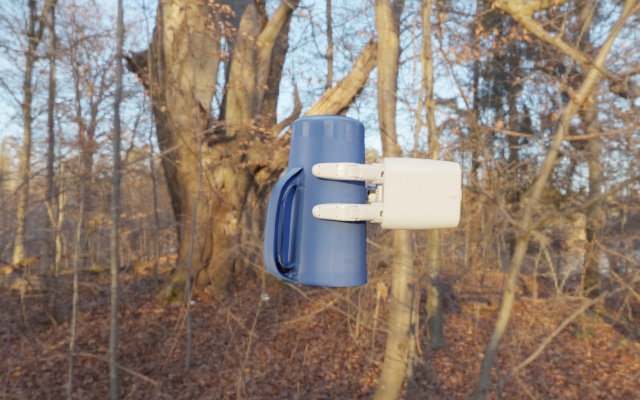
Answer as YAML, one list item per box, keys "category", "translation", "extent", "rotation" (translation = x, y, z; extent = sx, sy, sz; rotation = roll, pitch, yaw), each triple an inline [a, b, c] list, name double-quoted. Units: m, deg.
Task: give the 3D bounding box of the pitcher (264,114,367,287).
- category: "pitcher"
  translation: [0.000, 0.002, 0.695]
  extent: [0.145, 0.243, 0.149]
  rotation: [2, -1, 0]
